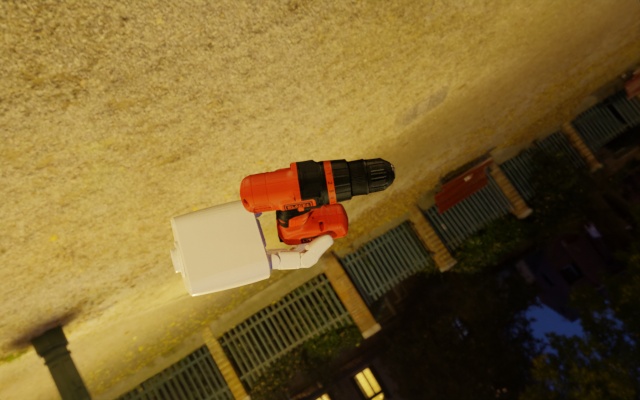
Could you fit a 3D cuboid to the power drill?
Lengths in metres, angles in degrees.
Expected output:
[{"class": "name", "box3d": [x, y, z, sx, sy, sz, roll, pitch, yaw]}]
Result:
[{"class": "power drill", "box3d": [0.000, 0.002, 0.629, 0.184, 0.057, 0.188, -7, -21, 0]}]
